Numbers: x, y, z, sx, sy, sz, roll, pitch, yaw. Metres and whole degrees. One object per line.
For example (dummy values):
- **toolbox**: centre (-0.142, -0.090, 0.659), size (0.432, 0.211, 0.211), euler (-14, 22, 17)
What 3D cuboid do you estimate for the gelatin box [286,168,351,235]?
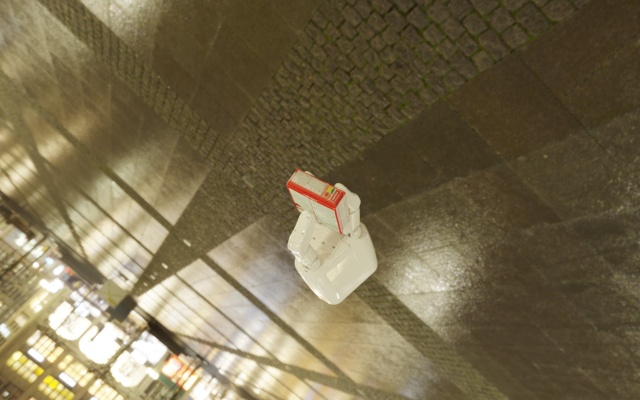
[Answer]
- **gelatin box**: centre (0.000, 0.002, 0.631), size (0.073, 0.030, 0.089), euler (27, -18, 20)
